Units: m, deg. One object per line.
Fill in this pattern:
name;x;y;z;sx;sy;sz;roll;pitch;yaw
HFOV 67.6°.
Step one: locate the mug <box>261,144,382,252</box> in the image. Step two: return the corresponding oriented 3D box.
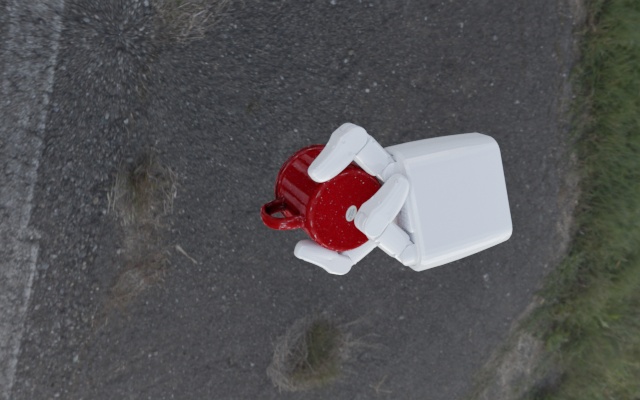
mug;-0.001;0.002;0.463;0.117;0.093;0.081;-15;23;-18
